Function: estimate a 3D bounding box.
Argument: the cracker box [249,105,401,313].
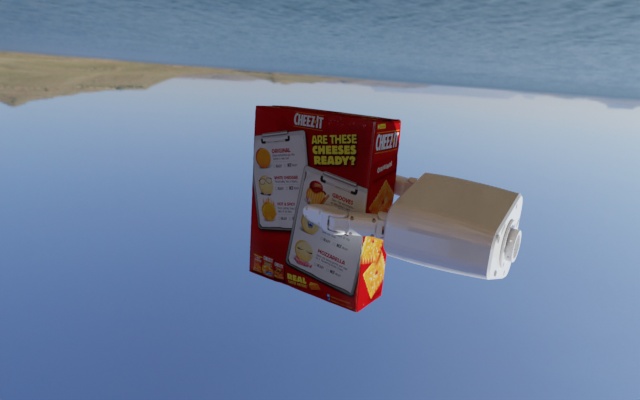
[{"bbox_3d":[0.000,0.002,0.568,0.164,0.214,0.072,14,18,32],"label":"cracker box"}]
